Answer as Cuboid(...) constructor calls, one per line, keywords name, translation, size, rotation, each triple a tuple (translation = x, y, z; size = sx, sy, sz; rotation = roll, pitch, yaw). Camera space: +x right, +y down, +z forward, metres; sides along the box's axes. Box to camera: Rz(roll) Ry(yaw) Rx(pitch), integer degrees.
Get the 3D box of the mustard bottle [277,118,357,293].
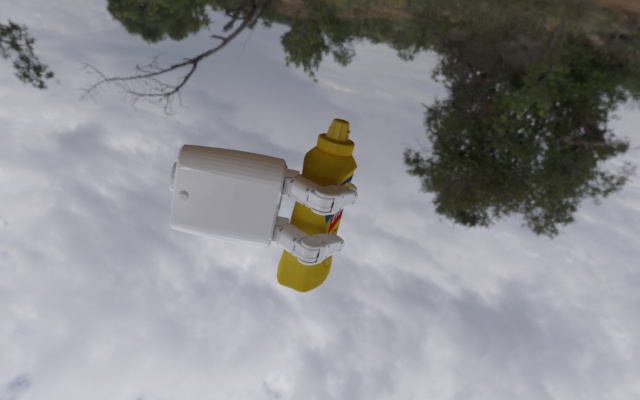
Cuboid(name="mustard bottle", translation=(0.000, 0.002, 0.541), size=(0.058, 0.192, 0.096), rotation=(19, 21, 14))
